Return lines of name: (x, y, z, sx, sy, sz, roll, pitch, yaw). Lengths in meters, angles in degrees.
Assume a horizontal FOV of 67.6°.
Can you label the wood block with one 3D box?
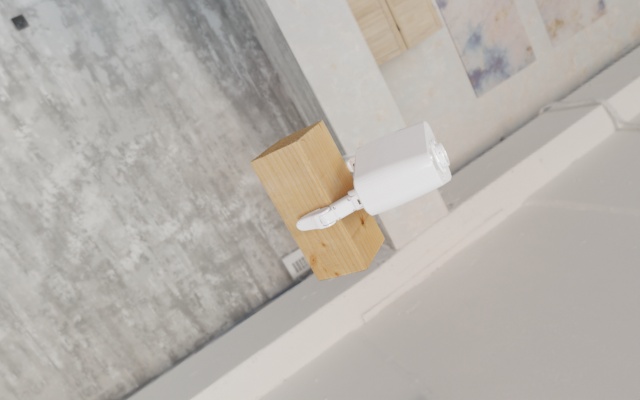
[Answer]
wood block: (0.000, 0.002, 0.699, 0.090, 0.206, 0.090, -19, 17, 34)
